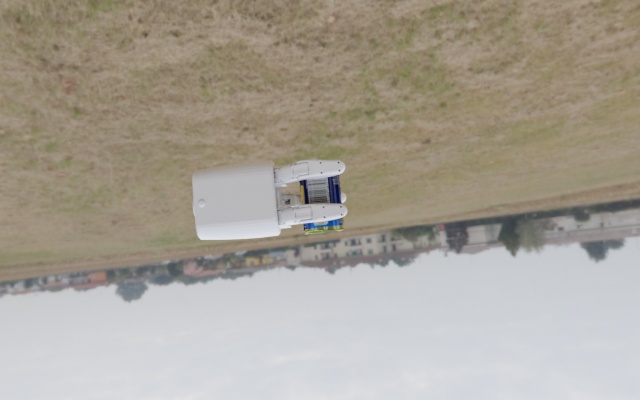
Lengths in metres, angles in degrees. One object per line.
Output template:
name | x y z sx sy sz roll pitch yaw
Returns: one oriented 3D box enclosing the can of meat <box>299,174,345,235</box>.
can of meat | 0.000 0.002 0.653 0.057 0.084 0.102 -5 -5 -4
